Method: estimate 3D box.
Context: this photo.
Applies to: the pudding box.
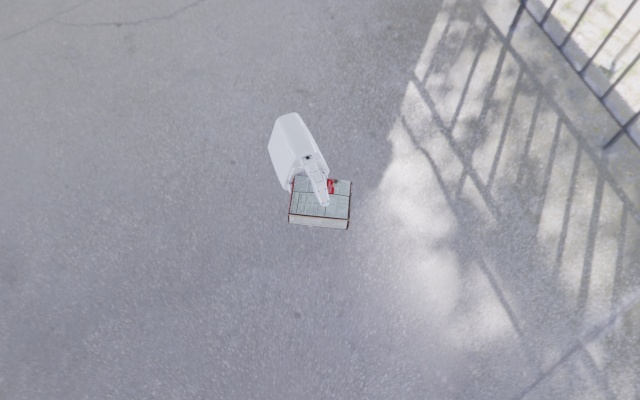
[{"bbox_3d":[0.000,0.003,0.882,0.113,0.090,0.039,5,-32,3],"label":"pudding box"}]
